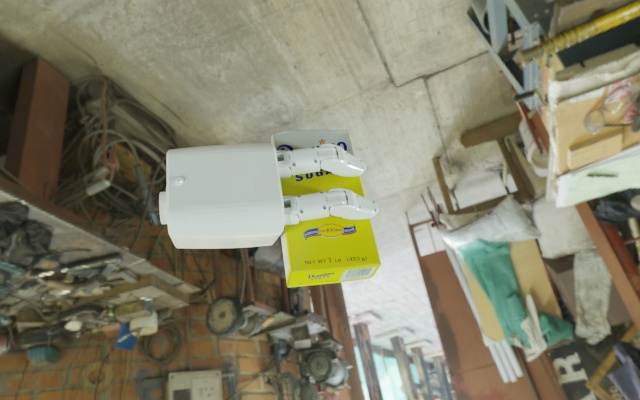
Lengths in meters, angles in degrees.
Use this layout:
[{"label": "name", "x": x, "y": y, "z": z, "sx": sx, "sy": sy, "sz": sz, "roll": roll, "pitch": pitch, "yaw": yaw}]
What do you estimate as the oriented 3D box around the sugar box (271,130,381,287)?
[{"label": "sugar box", "x": 0.000, "y": 0.002, "z": 0.517, "sx": 0.093, "sy": 0.176, "sz": 0.048, "roll": -3, "pitch": -30, "yaw": -13}]
